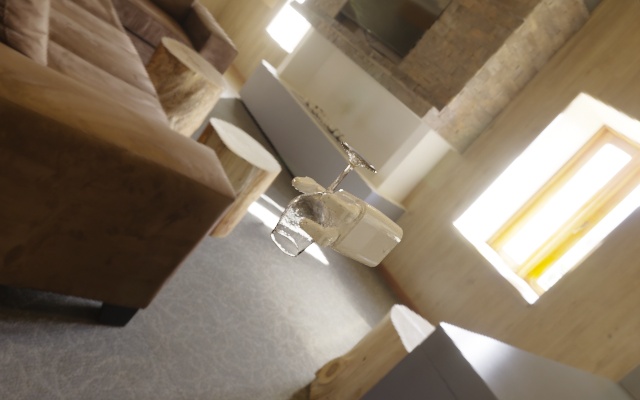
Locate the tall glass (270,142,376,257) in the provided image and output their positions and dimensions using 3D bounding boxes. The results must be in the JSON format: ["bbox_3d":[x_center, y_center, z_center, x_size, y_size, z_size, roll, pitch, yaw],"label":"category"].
[{"bbox_3d":[0.000,0.002,0.797,0.079,0.201,0.079,38,15,-12],"label":"tall glass"}]
